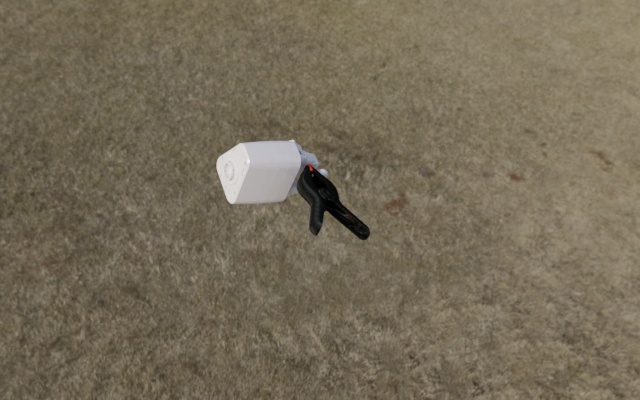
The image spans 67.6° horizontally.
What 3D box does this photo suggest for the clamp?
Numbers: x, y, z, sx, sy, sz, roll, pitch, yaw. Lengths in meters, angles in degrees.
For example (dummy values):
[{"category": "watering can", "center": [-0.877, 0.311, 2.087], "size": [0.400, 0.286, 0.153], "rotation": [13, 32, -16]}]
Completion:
[{"category": "clamp", "center": [0.000, 0.002, 0.804], "size": [0.120, 0.039, 0.171], "rotation": [8, 36, -49]}]
